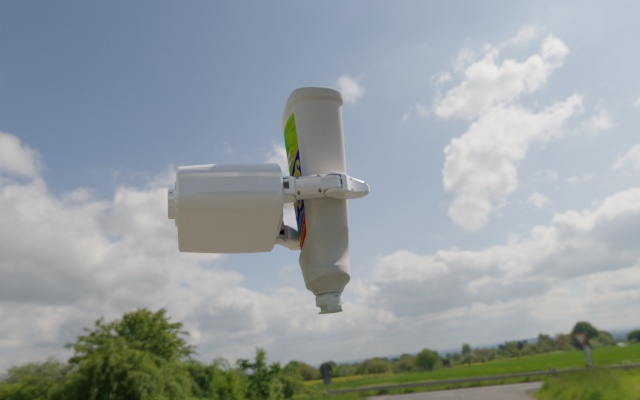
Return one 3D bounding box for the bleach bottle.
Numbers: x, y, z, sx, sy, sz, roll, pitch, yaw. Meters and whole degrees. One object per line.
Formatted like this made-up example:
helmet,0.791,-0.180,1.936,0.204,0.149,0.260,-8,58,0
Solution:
bleach bottle,0.000,0.002,0.555,0.068,0.250,0.103,-1,-19,-15
